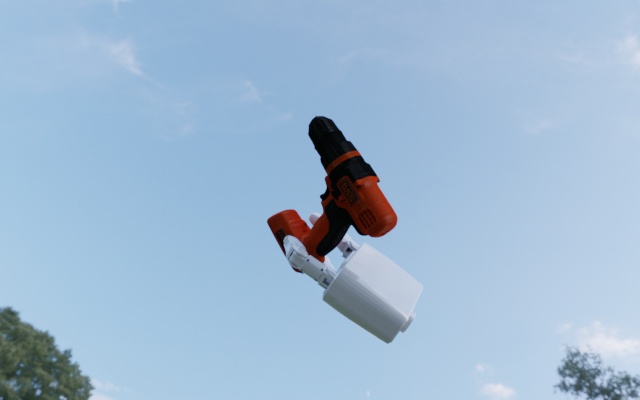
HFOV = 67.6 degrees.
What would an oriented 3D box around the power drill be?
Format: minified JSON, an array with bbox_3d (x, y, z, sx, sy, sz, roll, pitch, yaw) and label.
[{"bbox_3d":[0.000,0.003,0.666,0.057,0.184,0.188,-12,-25,-45],"label":"power drill"}]
